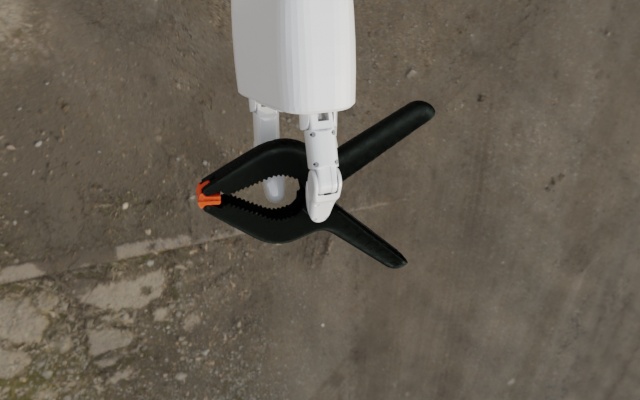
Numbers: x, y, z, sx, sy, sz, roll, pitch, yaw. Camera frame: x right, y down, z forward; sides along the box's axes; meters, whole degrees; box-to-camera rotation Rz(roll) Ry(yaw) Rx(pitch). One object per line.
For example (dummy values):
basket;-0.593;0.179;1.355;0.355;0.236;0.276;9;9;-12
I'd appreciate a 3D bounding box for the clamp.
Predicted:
clamp;0.000;0.002;0.424;0.210;0.165;0.036;-8;25;-14
